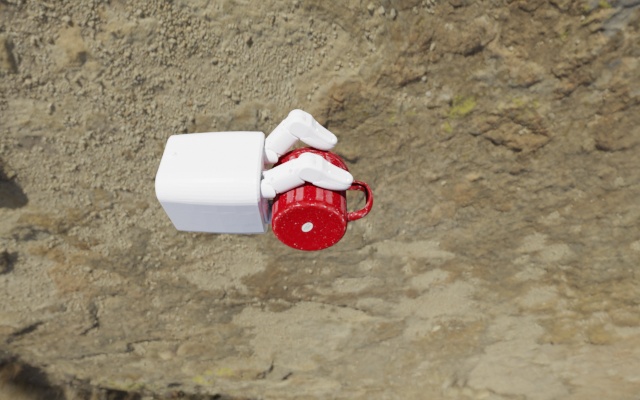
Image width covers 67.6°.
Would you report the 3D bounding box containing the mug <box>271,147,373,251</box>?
[{"bbox_3d":[0.002,0.002,0.531,0.117,0.081,0.093,0,-44,0],"label":"mug"}]
